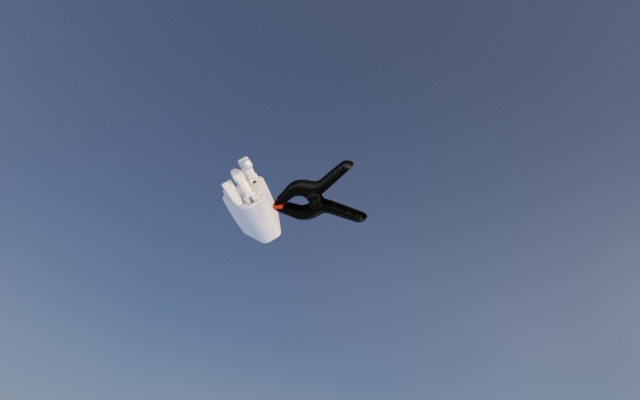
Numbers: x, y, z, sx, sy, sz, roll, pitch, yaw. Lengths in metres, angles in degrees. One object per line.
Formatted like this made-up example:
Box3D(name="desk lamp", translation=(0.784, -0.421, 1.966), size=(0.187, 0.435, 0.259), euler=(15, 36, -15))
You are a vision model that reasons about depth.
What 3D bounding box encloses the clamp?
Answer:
Box3D(name="clamp", translation=(0.000, 0.003, 0.869), size=(0.171, 0.120, 0.039), euler=(-16, 17, 22))
